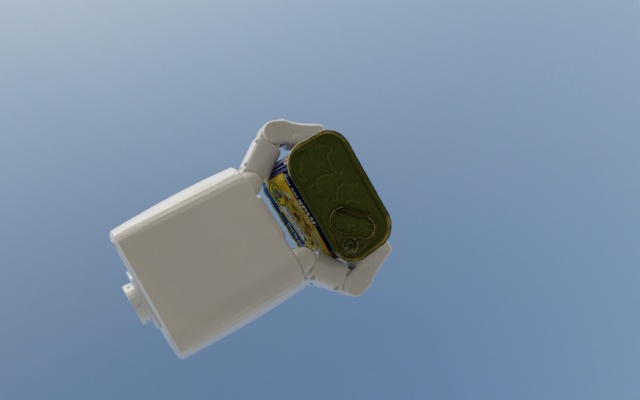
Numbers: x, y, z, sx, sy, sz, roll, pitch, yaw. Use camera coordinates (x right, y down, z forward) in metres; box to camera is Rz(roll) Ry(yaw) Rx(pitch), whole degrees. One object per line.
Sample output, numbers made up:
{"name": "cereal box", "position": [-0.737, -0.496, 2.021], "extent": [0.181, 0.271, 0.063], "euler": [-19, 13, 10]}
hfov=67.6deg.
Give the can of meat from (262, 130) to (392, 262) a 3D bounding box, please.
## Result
{"name": "can of meat", "position": [0.000, 0.001, 0.404], "extent": [0.057, 0.102, 0.084], "euler": [-33, 7, -24]}
